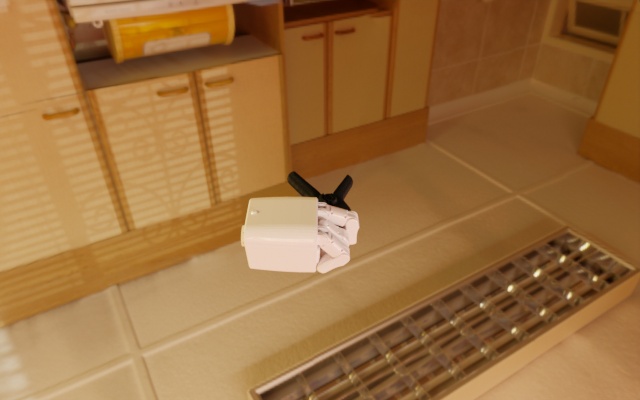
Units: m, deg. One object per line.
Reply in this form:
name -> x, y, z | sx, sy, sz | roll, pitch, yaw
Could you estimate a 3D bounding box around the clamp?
clamp -> 0.000, 0.003, 0.816 | 0.120, 0.039, 0.171 | 3, 35, -3
